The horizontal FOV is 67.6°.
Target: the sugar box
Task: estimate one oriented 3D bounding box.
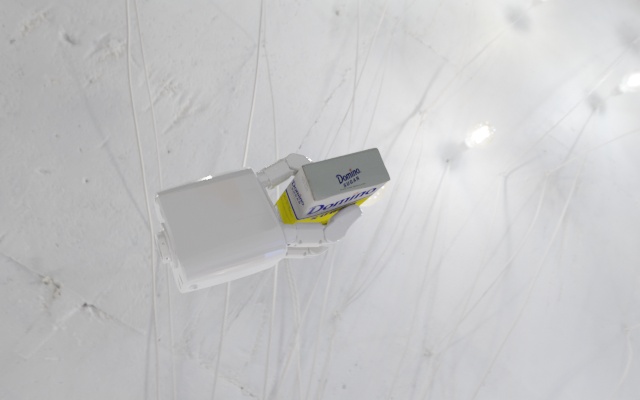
[{"bbox_3d":[0.000,0.002,0.557,0.093,0.048,0.176,-16,-12,-24],"label":"sugar box"}]
